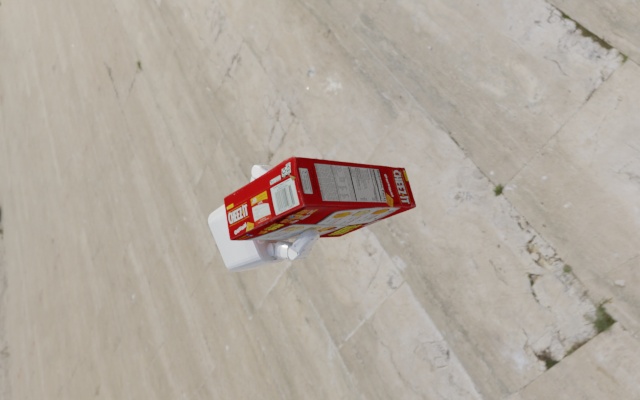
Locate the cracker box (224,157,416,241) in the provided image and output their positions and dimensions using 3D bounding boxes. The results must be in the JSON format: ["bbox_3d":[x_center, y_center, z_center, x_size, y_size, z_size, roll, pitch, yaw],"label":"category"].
[{"bbox_3d":[0.000,0.002,0.668,0.214,0.072,0.164,1,-19,-43],"label":"cracker box"}]
